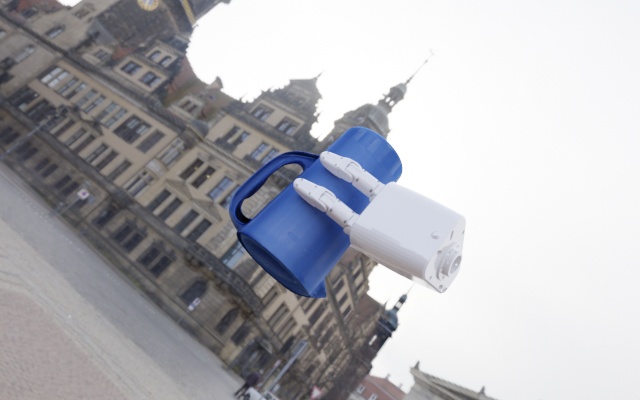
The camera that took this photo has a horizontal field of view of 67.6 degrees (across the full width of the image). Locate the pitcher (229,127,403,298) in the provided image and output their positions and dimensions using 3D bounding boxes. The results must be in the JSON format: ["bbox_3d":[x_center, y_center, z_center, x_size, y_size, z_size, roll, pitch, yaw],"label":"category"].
[{"bbox_3d":[0.000,0.002,0.677,0.145,0.242,0.149,26,-25,37],"label":"pitcher"}]
